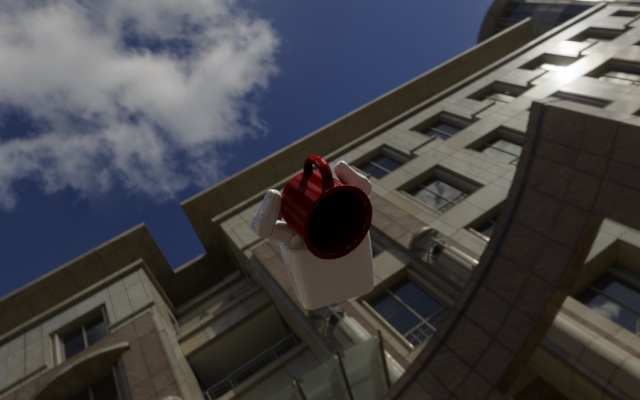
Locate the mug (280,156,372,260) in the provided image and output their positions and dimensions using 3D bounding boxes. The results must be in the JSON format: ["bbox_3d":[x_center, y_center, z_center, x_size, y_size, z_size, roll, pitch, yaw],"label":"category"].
[{"bbox_3d":[0.000,0.001,0.572,0.093,0.117,0.081,-23,31,-21],"label":"mug"}]
